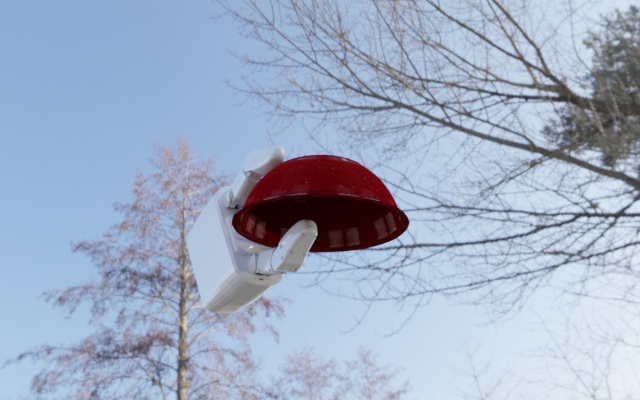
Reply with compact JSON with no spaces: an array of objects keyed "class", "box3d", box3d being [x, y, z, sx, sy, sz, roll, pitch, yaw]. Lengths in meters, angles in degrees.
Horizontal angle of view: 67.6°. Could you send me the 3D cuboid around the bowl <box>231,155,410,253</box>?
[{"class":"bowl","box3d":[0.001,0.001,0.448,0.162,0.055,0.162,1,-22,0]}]
